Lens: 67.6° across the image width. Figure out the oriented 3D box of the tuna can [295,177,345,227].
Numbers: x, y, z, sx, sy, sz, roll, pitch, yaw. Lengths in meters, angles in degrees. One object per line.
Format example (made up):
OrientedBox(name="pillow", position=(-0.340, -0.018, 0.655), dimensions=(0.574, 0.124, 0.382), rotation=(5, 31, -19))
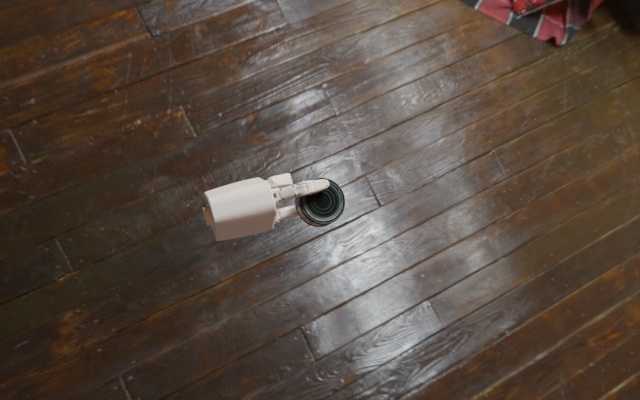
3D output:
OrientedBox(name="tuna can", position=(0.000, 0.003, 0.848), dimensions=(0.086, 0.086, 0.034), rotation=(0, -11, -16))
